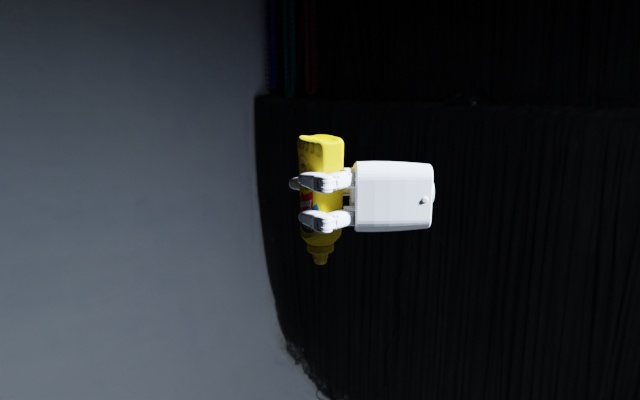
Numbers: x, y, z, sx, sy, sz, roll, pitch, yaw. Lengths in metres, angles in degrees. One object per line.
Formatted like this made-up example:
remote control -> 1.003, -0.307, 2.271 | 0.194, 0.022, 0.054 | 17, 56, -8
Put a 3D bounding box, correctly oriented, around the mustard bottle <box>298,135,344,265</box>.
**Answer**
mustard bottle -> 0.000, 0.002, 0.705 | 0.058, 0.192, 0.096 | -7, 15, -23
